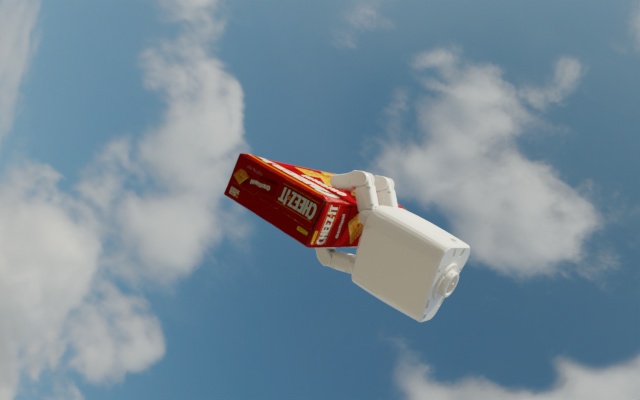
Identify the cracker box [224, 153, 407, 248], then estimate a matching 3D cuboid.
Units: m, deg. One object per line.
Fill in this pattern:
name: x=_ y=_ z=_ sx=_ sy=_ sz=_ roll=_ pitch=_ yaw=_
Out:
cracker box: x=0.000 y=0.002 z=0.681 sx=0.164 sy=0.072 sz=0.214 roll=28 pitch=12 yaw=34
